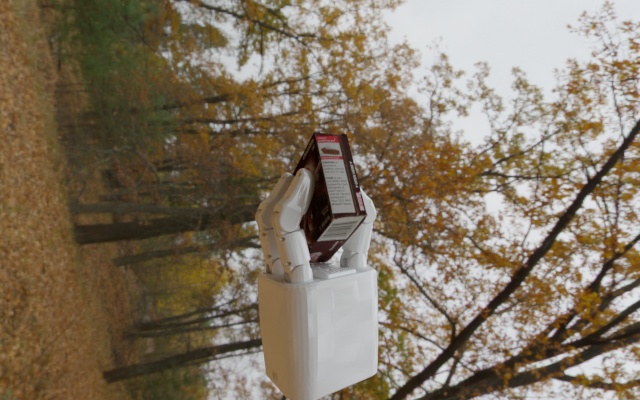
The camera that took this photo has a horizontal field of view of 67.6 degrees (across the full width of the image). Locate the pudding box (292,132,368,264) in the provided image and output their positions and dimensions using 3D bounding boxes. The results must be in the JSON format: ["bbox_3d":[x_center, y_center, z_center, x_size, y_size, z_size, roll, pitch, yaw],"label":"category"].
[{"bbox_3d":[0.000,0.002,0.466,0.039,0.090,0.113,-1,-27,-23],"label":"pudding box"}]
